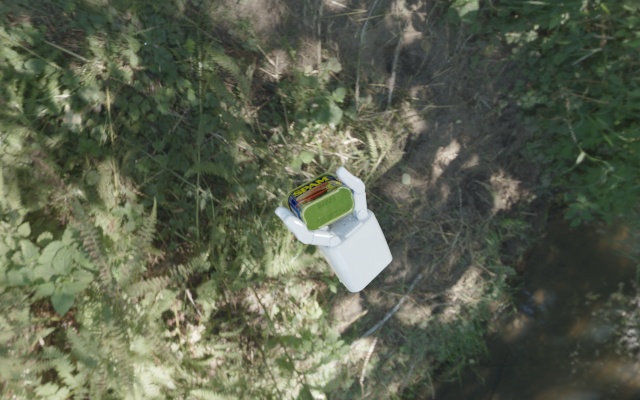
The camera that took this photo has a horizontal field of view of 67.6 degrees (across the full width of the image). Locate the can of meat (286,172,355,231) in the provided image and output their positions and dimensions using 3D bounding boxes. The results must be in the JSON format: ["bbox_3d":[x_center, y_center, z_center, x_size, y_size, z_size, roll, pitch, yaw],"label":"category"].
[{"bbox_3d":[0.000,0.003,0.830,0.102,0.057,0.084,-28,25,-10],"label":"can of meat"}]
